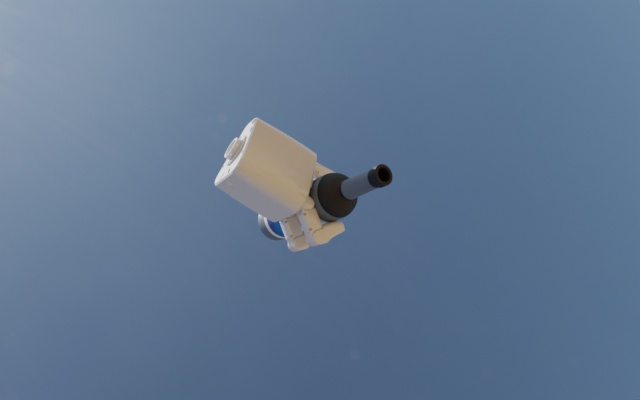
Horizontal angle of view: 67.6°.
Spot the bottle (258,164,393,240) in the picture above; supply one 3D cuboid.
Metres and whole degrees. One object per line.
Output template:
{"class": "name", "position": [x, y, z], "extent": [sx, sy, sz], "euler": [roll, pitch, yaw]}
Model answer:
{"class": "bottle", "position": [0.000, 0.002, 0.701], "extent": [0.069, 0.069, 0.296], "euler": [0, -13, -33]}
